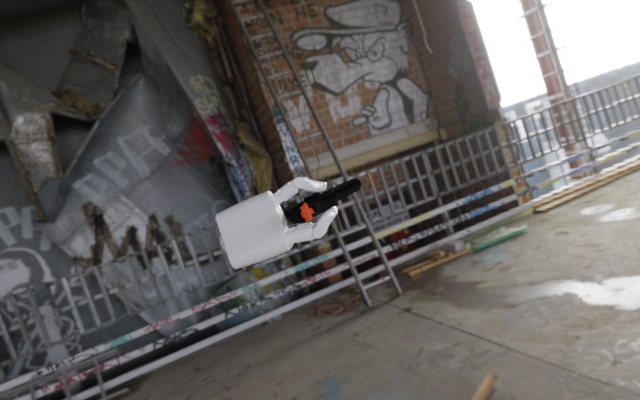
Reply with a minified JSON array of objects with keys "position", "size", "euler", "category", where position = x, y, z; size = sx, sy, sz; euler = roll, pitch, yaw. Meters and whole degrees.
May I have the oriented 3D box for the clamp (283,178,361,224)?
[{"position":[0.000,0.002,0.847],"size":[0.164,0.036,0.210],"euler":[-25,3,3],"category":"clamp"}]
